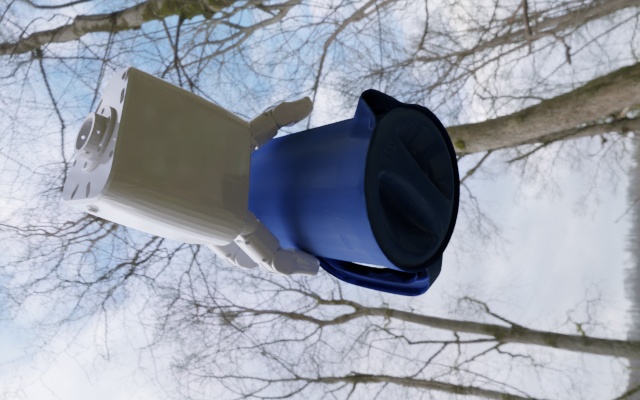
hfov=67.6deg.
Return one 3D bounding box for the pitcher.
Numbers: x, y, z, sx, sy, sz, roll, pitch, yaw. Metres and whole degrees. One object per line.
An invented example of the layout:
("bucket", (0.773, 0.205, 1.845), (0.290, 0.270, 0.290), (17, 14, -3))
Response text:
("pitcher", (0.000, 0.001, 0.459), (0.243, 0.149, 0.145), (-2, -16, 46))
